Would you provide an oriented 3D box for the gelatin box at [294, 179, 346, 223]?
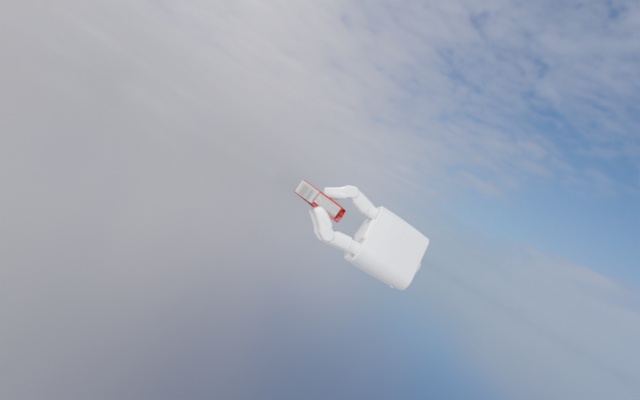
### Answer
[{"bbox_3d":[0.000,0.002,0.842,0.089,0.030,0.073,36,-1,8],"label":"gelatin box"}]
